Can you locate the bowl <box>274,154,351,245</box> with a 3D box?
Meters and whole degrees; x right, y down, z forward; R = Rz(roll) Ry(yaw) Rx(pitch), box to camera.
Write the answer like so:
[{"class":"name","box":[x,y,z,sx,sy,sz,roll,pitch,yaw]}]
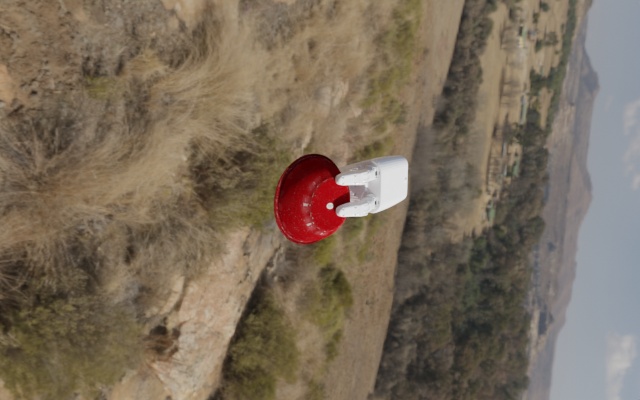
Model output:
[{"class":"bowl","box":[-0.001,0.003,0.816,0.162,0.162,0.055,0,10,-42]}]
